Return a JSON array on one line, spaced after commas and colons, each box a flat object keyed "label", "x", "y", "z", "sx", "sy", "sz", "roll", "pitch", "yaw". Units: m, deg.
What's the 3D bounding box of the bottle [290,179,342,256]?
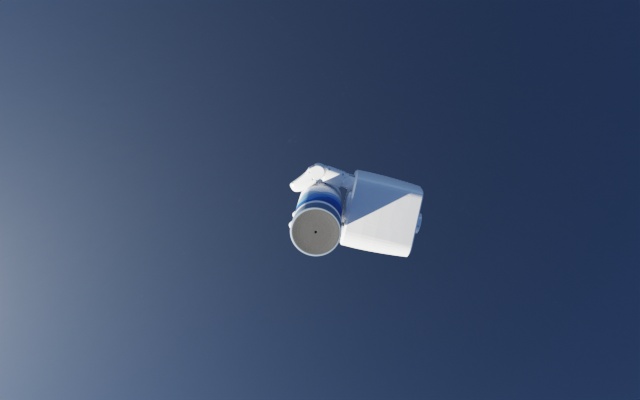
[{"label": "bottle", "x": 0.000, "y": 0.002, "z": 0.753, "sx": 0.069, "sy": 0.069, "sz": 0.295, "roll": 0, "pitch": 15, "yaw": 3}]
